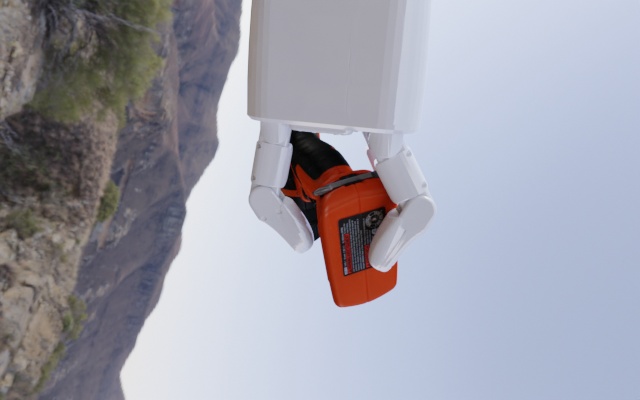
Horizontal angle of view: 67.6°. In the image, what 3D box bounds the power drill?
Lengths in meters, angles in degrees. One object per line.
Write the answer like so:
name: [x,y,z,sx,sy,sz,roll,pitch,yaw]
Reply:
power drill: [0.000,0.001,0.412,0.057,0.185,0.187,-19,37,-13]
